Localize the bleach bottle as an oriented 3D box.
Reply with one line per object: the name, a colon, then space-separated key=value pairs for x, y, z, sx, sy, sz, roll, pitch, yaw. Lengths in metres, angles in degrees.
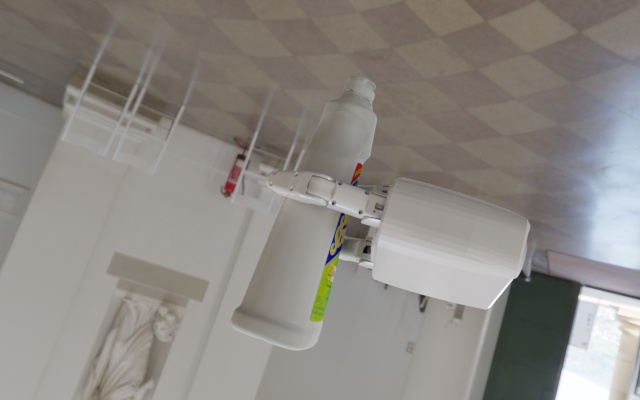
bleach bottle: x=0.000 y=0.001 z=0.435 sx=0.068 sy=0.250 sz=0.102 roll=16 pitch=-10 yaw=13
